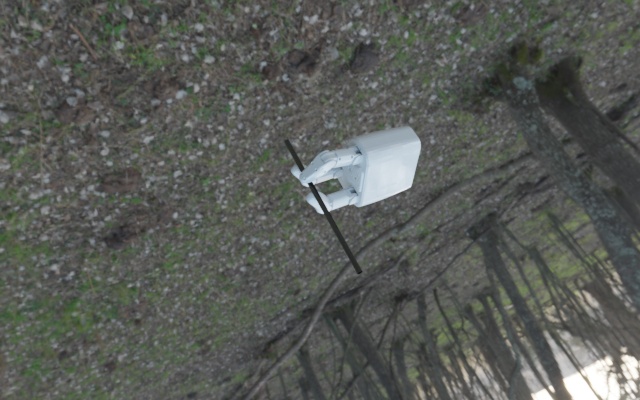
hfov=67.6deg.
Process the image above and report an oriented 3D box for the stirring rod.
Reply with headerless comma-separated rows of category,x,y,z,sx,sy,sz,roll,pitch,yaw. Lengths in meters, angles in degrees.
stirring rod,0.000,0.002,0.694,0.011,0.239,0.011,-24,-25,-12
